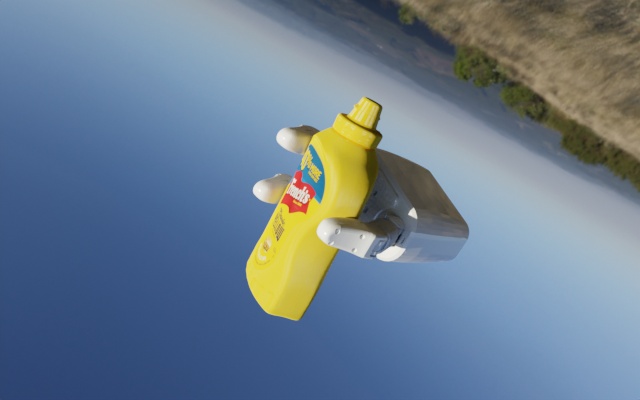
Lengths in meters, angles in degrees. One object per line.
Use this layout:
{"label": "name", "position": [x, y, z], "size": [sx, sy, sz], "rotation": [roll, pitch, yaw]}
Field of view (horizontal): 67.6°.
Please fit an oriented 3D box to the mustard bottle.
{"label": "mustard bottle", "position": [0.000, 0.001, 0.411], "size": [0.058, 0.192, 0.096], "rotation": [21, 20, -22]}
